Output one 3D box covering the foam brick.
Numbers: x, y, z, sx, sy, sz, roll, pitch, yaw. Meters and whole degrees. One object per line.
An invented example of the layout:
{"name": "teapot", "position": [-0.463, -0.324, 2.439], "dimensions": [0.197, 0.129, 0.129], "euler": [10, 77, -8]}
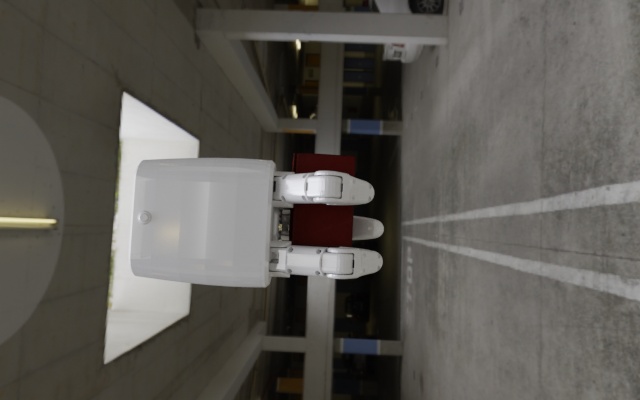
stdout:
{"name": "foam brick", "position": [0.000, 0.001, 0.405], "dimensions": [0.051, 0.078, 0.053], "euler": [3, -4, -3]}
